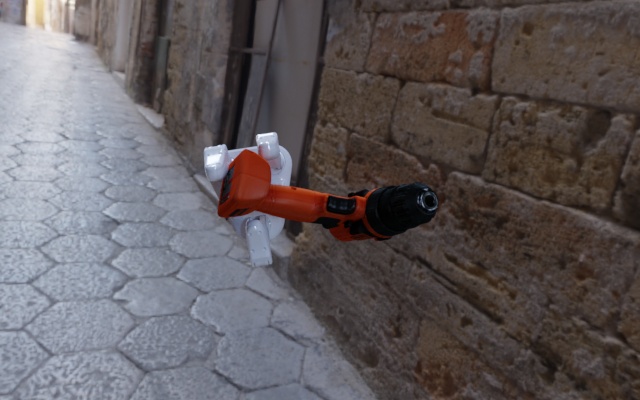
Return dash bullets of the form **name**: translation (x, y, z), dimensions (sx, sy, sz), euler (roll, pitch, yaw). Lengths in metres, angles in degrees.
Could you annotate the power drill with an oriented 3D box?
- **power drill**: translation (0.000, 0.001, 0.485), dimensions (0.188, 0.057, 0.184), euler (14, -16, -21)
